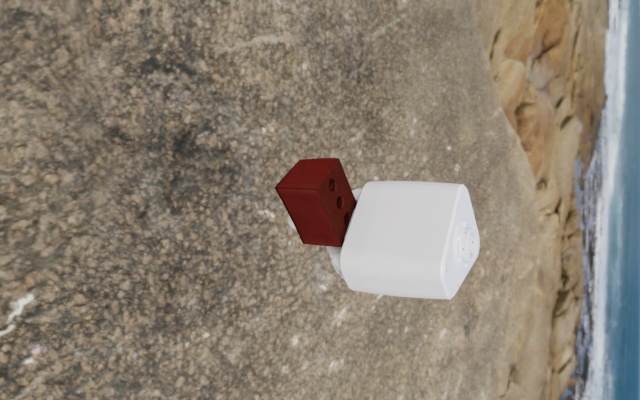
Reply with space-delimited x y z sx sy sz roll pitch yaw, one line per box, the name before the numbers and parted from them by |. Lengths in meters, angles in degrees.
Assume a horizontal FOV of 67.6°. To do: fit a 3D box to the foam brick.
foam brick | 0.000 0.001 0.491 0.051 0.078 0.053 1 40 35
